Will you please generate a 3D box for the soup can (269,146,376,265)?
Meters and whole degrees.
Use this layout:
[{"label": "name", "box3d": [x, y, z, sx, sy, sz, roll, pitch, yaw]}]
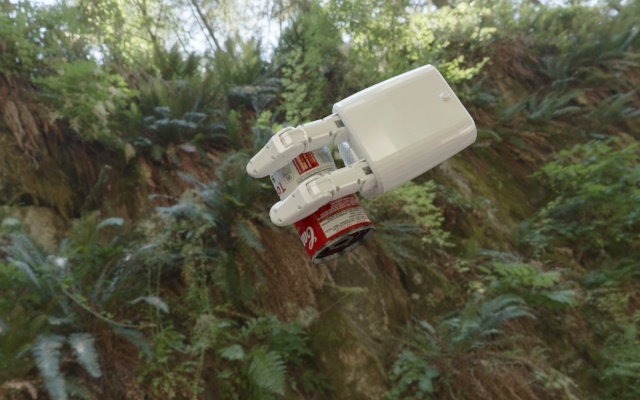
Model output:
[{"label": "soup can", "box3d": [0.000, 0.002, 0.468, 0.068, 0.102, 0.068, -25, -19, -9]}]
